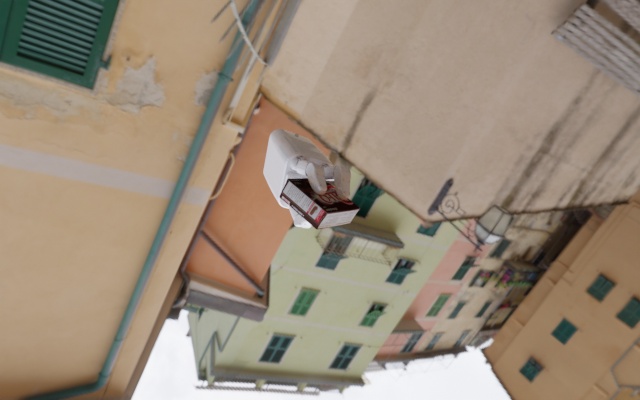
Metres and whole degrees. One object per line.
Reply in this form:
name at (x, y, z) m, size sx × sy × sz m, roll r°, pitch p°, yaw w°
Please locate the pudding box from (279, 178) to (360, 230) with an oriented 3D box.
pudding box at (0.000, 0.003, 0.775) m, size 0.090 × 0.039 × 0.113 m, roll 39°, pitch 23°, yaw 23°
